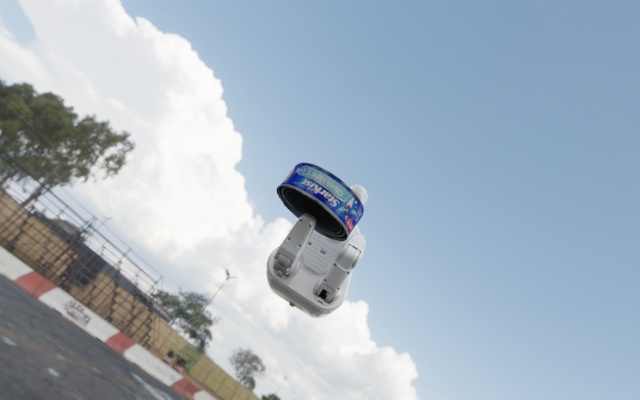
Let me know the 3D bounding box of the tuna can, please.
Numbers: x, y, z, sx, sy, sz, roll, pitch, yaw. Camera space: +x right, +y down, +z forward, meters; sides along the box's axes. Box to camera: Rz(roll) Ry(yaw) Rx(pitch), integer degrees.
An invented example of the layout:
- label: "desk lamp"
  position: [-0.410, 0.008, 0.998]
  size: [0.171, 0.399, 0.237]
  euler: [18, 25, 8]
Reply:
- label: "tuna can"
  position: [0.000, 0.001, 0.476]
  size: [0.086, 0.033, 0.086]
  euler: [33, -19, 12]
